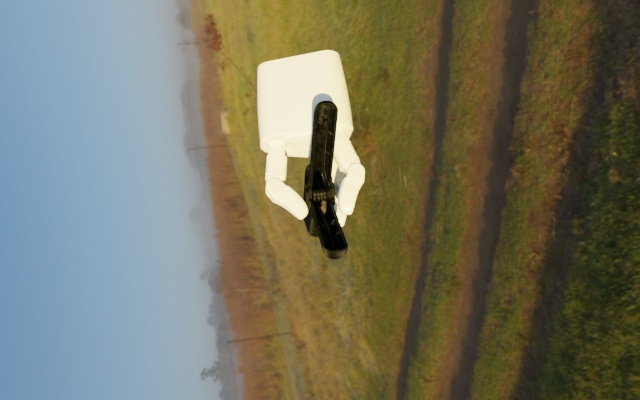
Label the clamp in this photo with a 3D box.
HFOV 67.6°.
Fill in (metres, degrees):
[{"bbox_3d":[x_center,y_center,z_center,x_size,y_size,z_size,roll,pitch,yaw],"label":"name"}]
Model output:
[{"bbox_3d":[-0.001,0.002,0.568,0.036,0.164,0.210,-1,-17,-8],"label":"clamp"}]
